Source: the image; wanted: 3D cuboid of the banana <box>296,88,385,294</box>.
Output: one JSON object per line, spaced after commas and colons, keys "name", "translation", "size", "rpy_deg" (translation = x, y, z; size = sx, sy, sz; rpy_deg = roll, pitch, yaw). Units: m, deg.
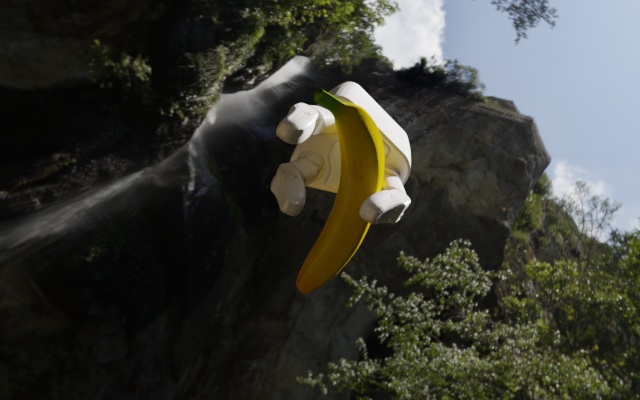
{"name": "banana", "translation": [0.019, -0.001, 0.419], "size": [0.069, 0.198, 0.037], "rpy_deg": [0, 28, -10]}
